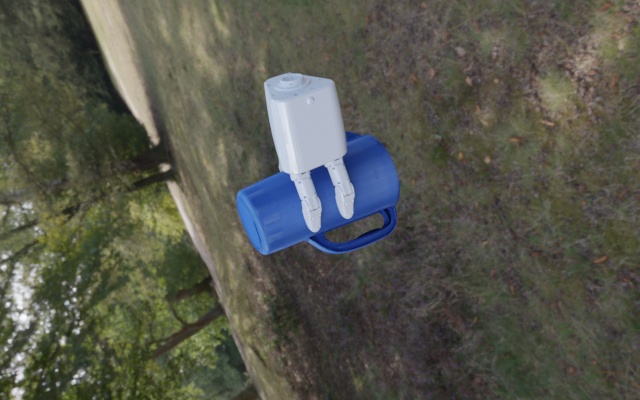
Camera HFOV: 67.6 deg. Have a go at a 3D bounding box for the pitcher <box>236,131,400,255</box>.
[{"bbox_3d":[0.000,0.002,0.766,0.243,0.145,0.149,-23,37,-19],"label":"pitcher"}]
